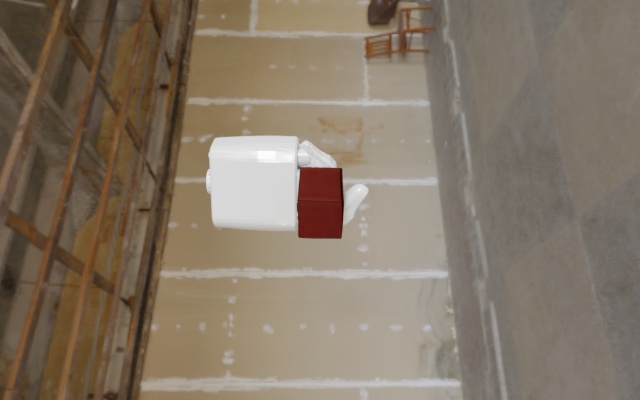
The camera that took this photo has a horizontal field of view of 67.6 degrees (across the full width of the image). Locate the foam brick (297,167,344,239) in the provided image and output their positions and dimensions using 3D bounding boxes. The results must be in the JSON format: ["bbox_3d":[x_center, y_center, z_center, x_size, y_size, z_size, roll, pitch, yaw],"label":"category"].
[{"bbox_3d":[0.000,0.002,0.556,0.051,0.053,0.078,1,33,0],"label":"foam brick"}]
